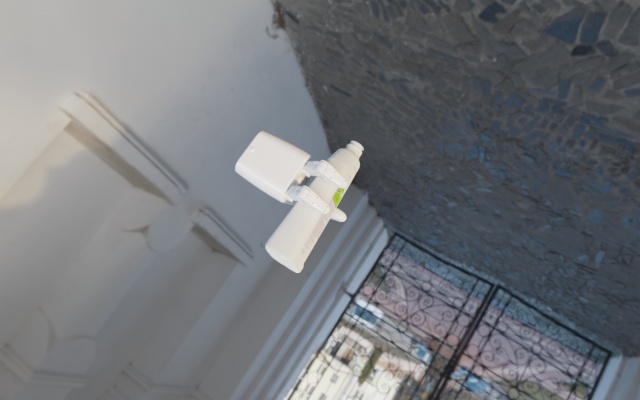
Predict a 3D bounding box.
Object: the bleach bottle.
[{"bbox_3d":[0.000,0.003,0.854,0.068,0.250,0.103,30,-15,14],"label":"bleach bottle"}]
